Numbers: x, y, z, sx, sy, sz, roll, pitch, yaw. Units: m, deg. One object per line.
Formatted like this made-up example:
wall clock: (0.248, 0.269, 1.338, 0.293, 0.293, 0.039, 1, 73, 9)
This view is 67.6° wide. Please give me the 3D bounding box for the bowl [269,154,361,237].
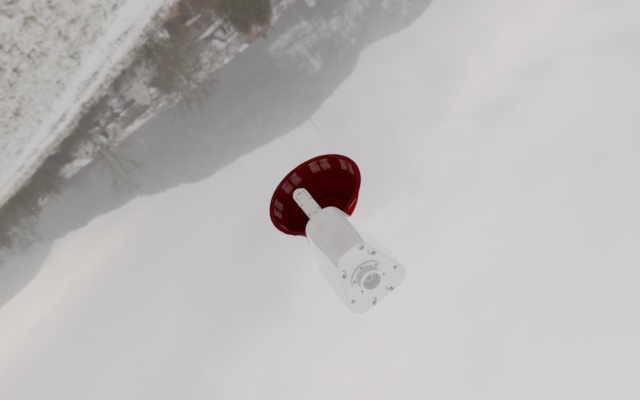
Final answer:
bowl: (0.000, 0.002, 0.767, 0.162, 0.162, 0.055, 0, -36, 33)
